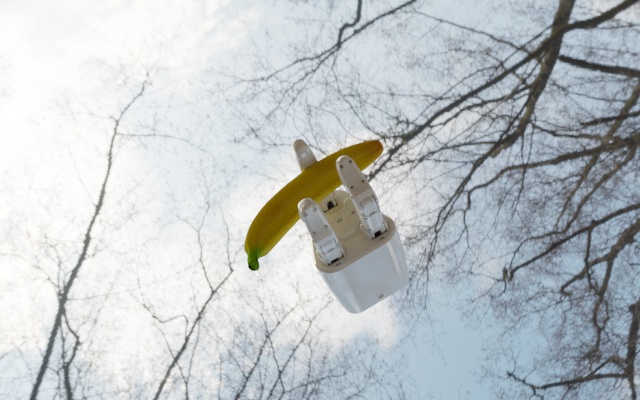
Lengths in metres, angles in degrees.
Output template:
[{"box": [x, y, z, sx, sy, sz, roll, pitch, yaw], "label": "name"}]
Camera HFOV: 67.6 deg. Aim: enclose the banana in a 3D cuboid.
[{"box": [-0.014, -0.001, 0.503, 0.197, 0.037, 0.069, -45, 39, -22], "label": "banana"}]
